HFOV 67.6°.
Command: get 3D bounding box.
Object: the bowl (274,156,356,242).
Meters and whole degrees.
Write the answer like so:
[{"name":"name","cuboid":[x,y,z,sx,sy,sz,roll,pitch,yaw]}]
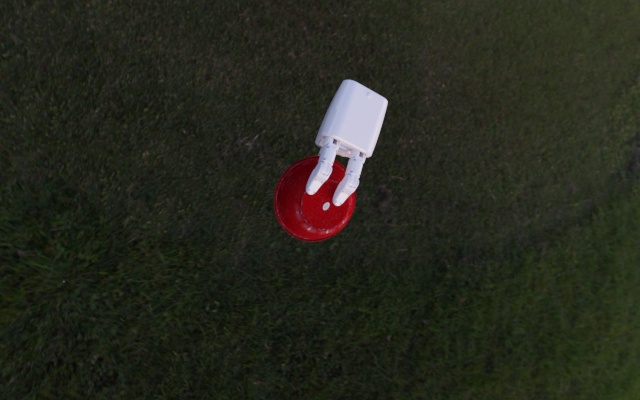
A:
[{"name":"bowl","cuboid":[0.000,0.004,0.858,0.162,0.162,0.055,0,12,-20]}]
